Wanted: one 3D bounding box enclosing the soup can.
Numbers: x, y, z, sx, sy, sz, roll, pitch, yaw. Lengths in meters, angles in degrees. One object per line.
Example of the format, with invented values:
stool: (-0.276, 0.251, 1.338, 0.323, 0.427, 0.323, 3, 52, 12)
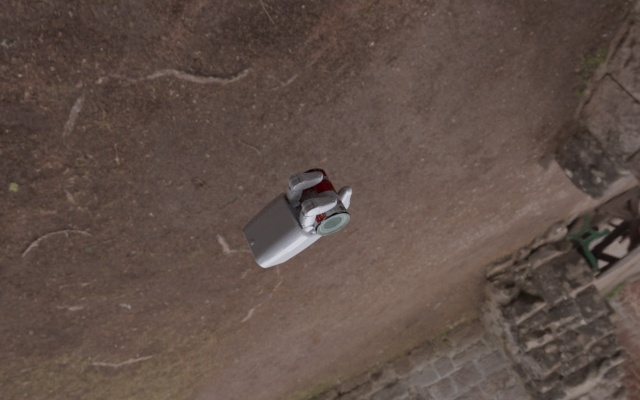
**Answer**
soup can: (0.001, 0.003, 0.845, 0.068, 0.102, 0.068, -22, -28, -13)
